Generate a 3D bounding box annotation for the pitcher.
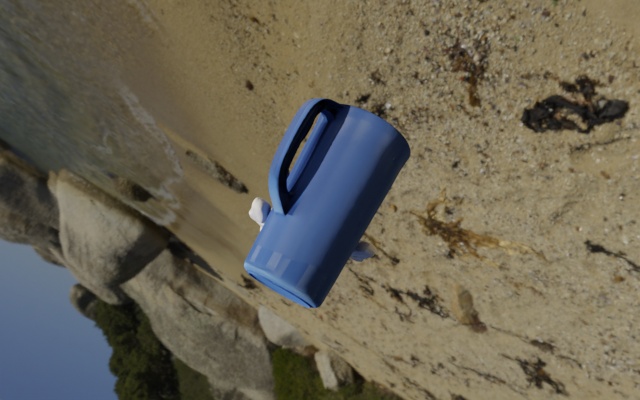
[{"bbox_3d":[0.000,0.002,0.606,0.149,0.242,0.145,29,-16,2],"label":"pitcher"}]
